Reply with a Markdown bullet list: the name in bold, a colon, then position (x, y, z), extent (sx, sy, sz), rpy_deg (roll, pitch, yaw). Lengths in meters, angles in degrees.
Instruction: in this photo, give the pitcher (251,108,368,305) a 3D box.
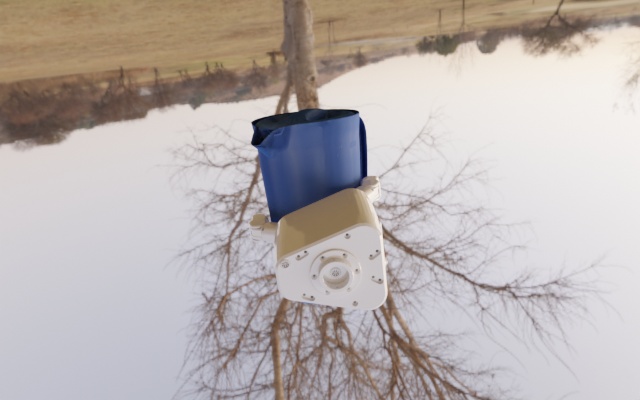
- **pitcher**: position (0.000, 0.002, 0.626), extent (0.149, 0.243, 0.145), rpy_deg (-6, 17, -1)
